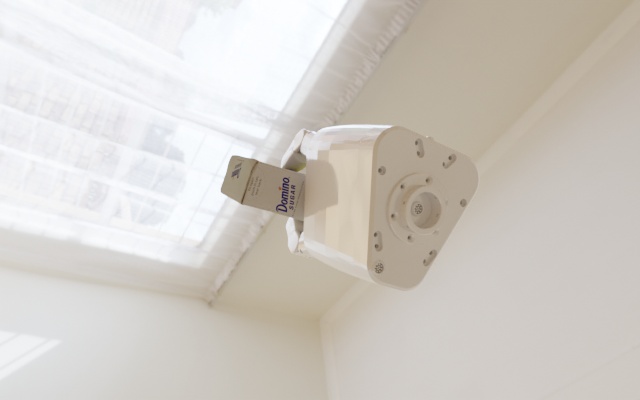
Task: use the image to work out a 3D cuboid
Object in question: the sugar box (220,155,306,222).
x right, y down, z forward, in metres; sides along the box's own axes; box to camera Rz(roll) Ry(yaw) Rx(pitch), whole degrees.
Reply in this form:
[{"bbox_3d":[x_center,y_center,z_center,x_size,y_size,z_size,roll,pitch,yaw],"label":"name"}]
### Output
[{"bbox_3d":[0.000,0.001,0.462,0.176,0.048,0.093,19,0,-24],"label":"sugar box"}]
